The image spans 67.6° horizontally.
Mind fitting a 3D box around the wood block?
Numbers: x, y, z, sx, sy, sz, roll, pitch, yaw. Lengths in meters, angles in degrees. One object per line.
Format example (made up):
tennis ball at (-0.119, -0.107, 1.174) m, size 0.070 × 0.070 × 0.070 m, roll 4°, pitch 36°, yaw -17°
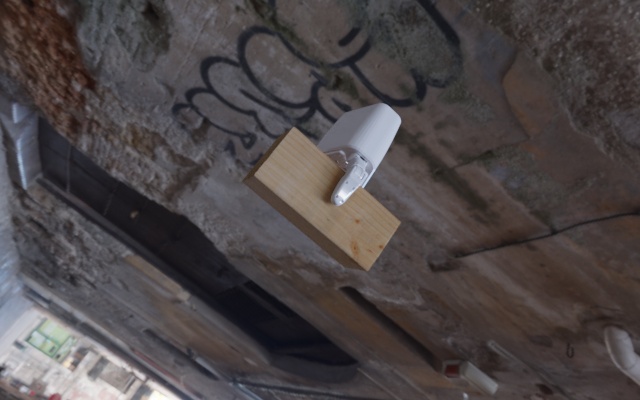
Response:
wood block at (0.001, 0.002, 0.687) m, size 0.206 × 0.090 × 0.091 m, roll 41°, pitch -16°, yaw -12°
